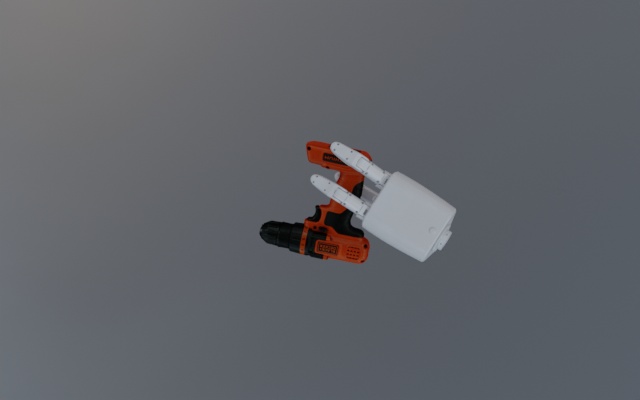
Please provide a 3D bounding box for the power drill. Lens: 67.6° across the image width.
[{"bbox_3d":[0.000,0.002,0.772,0.184,0.188,0.057,11,17,4],"label":"power drill"}]
